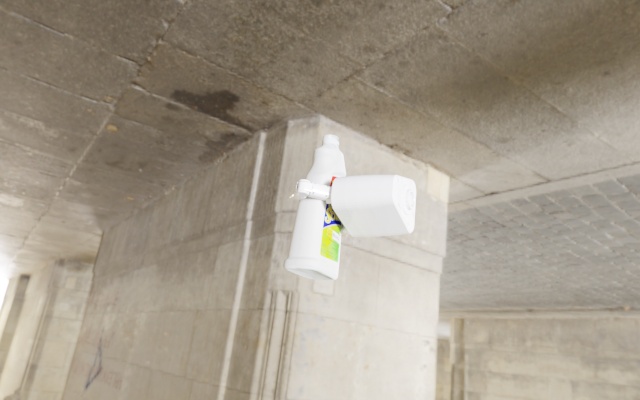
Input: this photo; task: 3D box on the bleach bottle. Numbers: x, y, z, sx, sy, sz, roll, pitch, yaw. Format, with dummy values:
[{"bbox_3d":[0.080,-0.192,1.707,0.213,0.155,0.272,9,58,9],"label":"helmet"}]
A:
[{"bbox_3d":[0.000,0.003,0.812,0.068,0.250,0.103,-4,-21,29],"label":"bleach bottle"}]
